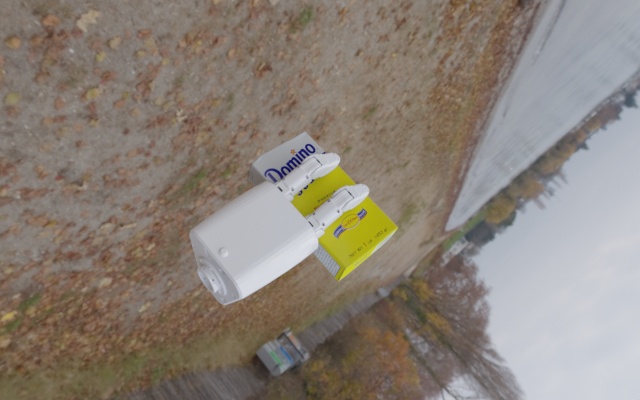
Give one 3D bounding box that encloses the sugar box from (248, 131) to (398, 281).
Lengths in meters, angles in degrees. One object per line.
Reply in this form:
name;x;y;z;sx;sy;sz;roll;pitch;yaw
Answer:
sugar box;0.000;0.002;0.588;0.093;0.176;0.048;-34;-16;-29
